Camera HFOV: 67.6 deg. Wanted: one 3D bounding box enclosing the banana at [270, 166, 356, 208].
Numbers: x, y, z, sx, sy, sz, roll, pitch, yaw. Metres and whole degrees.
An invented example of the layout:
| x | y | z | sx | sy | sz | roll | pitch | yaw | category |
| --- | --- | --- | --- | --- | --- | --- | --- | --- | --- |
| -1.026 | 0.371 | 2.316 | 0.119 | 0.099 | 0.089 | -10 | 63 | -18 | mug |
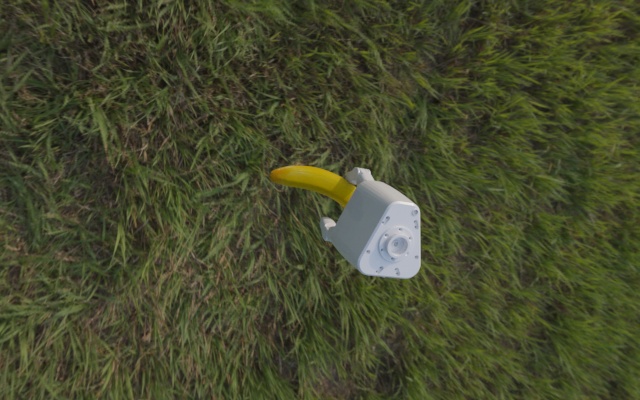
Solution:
| x | y | z | sx | sy | sz | roll | pitch | yaw | category |
| --- | --- | --- | --- | --- | --- | --- | --- | --- | --- |
| 0.014 | -0.011 | 0.768 | 0.198 | 0.069 | 0.037 | 35 | 6 | -24 | banana |
